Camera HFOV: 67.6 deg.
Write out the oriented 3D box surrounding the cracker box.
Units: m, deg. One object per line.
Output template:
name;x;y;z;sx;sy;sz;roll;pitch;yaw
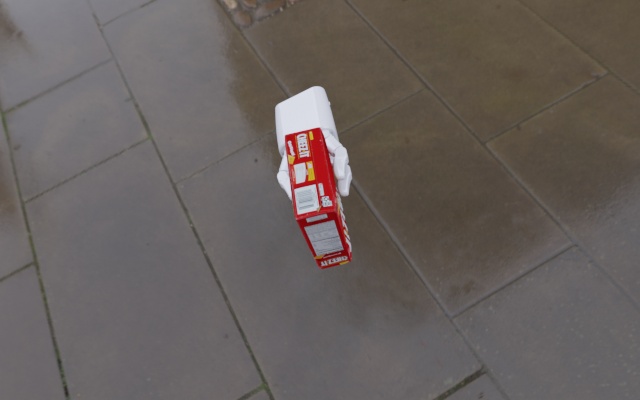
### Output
cracker box;0.000;0.003;0.838;0.072;0.164;0.214;-13;-30;4
